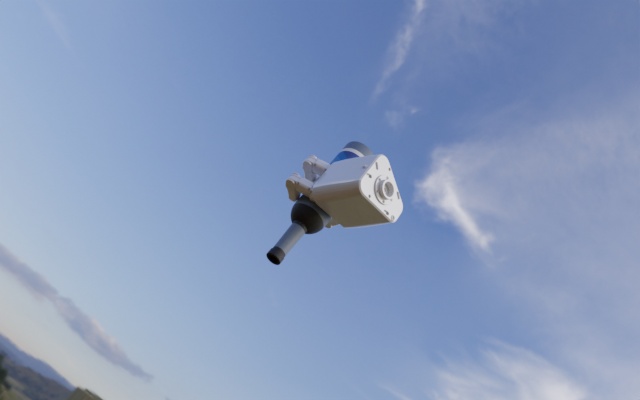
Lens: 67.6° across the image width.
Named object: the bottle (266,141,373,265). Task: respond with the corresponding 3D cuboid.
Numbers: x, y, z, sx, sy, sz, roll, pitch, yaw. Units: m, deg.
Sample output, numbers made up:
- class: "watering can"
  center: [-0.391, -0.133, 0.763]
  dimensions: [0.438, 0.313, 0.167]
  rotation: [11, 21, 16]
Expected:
- class: "bottle"
  center: [0.000, 0.003, 0.853]
  dimensions: [0.069, 0.069, 0.295]
  rotation: [0, 39, 42]
